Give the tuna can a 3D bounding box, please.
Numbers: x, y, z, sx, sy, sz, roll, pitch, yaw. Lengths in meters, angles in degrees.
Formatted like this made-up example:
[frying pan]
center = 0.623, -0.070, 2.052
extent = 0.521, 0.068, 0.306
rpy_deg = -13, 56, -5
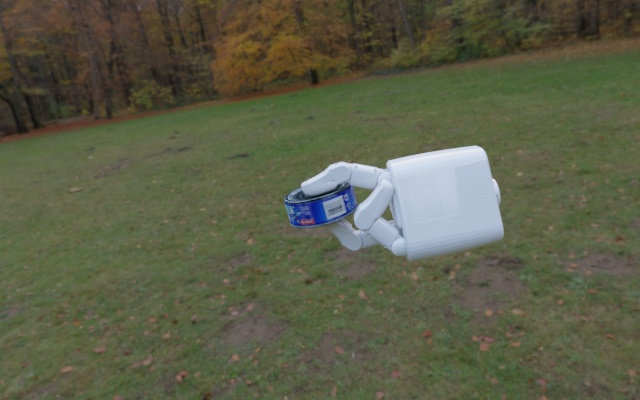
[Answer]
[tuna can]
center = 0.000, 0.001, 0.578
extent = 0.086, 0.034, 0.086
rpy_deg = -15, 15, 4
